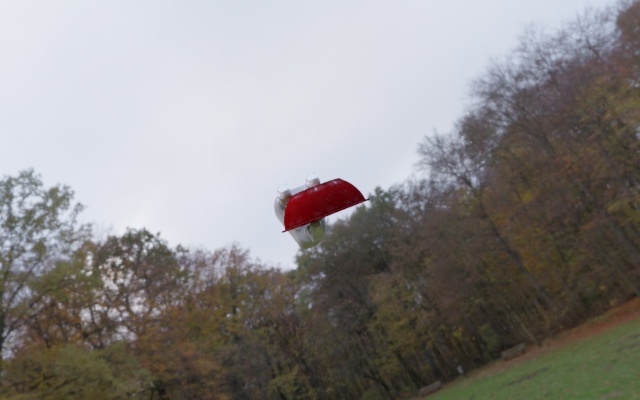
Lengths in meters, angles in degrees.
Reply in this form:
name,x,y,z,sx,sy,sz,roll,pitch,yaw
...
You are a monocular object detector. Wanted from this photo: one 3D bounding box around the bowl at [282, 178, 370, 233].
name,x,y,z,sx,sy,sz,roll,pitch,yaw
bowl,0.000,0.002,0.817,0.162,0.055,0.162,-21,-1,0
